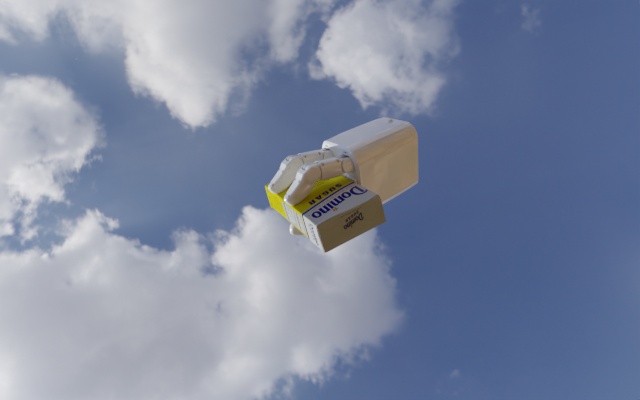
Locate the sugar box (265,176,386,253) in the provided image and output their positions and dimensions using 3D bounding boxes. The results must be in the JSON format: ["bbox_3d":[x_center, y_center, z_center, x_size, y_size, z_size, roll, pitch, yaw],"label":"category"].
[{"bbox_3d":[0.000,0.002,0.643,0.093,0.048,0.176,-26,25,-19],"label":"sugar box"}]
